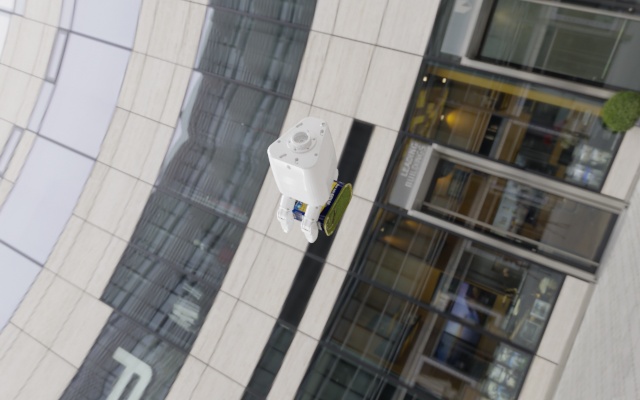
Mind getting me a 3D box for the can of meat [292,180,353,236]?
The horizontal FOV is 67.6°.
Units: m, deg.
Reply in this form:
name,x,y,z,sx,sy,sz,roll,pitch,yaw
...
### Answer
name,x,y,z,sx,sy,sz,roll,pitch,yaw
can of meat,0.000,0.003,0.897,0.084,0.102,0.057,22,-23,22
